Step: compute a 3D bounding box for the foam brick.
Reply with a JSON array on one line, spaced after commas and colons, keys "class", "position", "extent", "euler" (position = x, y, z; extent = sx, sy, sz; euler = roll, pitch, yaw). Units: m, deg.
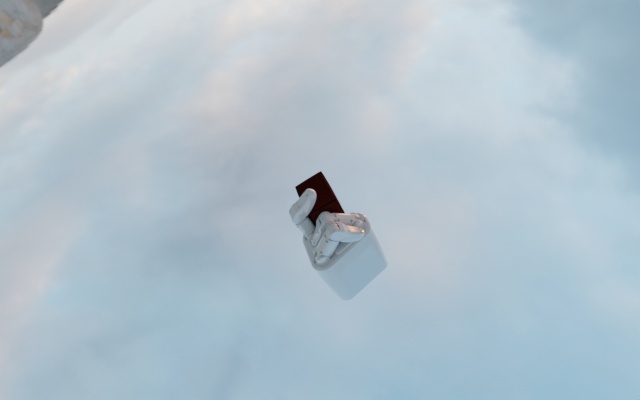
[{"class": "foam brick", "position": [0.000, 0.002, 0.775], "extent": [0.053, 0.051, 0.078], "euler": [-30, 42, 4]}]
